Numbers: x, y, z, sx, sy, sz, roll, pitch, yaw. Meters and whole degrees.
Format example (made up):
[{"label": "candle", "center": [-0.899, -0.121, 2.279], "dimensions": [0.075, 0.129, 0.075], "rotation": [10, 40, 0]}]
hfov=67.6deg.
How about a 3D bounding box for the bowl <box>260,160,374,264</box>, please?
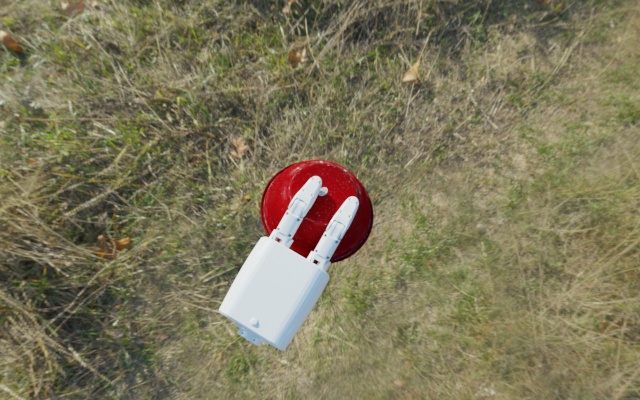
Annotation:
[{"label": "bowl", "center": [0.001, 0.001, 0.650], "dimensions": [0.162, 0.162, 0.055], "rotation": [0, -27, -10]}]
